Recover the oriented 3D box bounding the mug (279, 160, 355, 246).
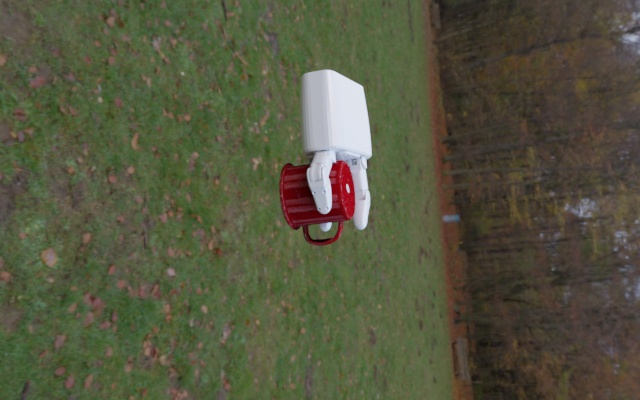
[{"bbox_3d":[0.000,0.004,0.643,0.081,0.117,0.093,-6,-6,17],"label":"mug"}]
